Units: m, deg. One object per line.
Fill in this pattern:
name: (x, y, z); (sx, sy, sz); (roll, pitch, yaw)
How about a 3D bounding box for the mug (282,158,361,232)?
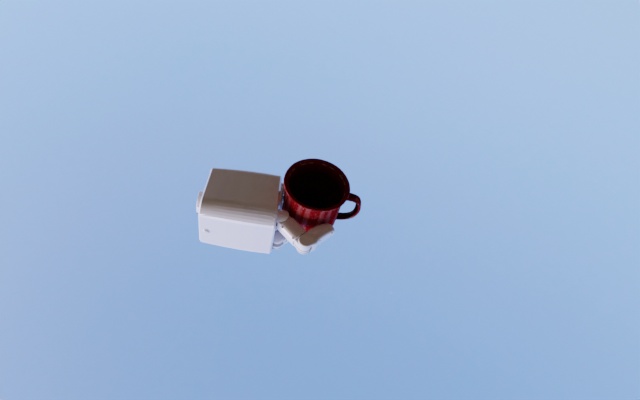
mug: (0.001, 0.003, 0.689); (0.117, 0.093, 0.082); (8, -38, -7)
